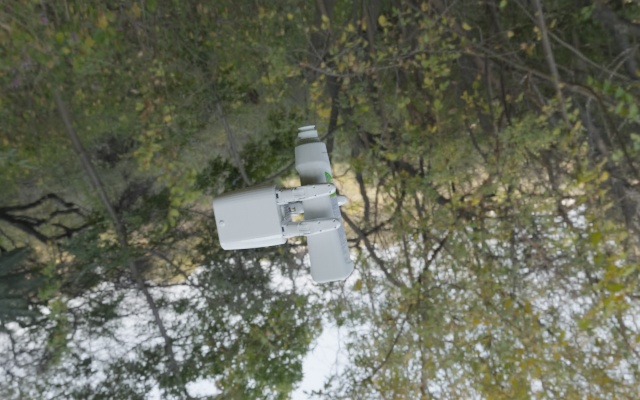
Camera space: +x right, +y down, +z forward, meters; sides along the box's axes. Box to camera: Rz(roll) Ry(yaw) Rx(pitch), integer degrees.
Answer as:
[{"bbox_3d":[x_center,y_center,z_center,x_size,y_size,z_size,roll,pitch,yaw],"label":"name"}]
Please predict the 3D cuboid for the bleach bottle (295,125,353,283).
[{"bbox_3d":[0.000,0.003,0.796,0.068,0.251,0.102,-9,3,9],"label":"bleach bottle"}]
